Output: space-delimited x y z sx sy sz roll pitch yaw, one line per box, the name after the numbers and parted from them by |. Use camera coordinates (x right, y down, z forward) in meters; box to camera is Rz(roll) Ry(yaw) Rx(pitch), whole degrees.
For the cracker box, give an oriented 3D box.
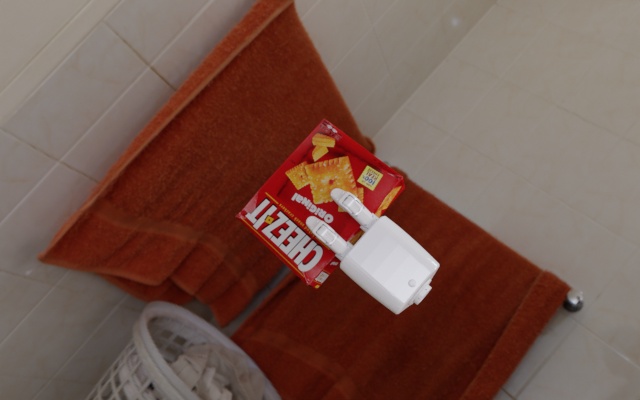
0.000 0.002 0.744 0.164 0.213 0.072 41 -4 19 | cracker box
